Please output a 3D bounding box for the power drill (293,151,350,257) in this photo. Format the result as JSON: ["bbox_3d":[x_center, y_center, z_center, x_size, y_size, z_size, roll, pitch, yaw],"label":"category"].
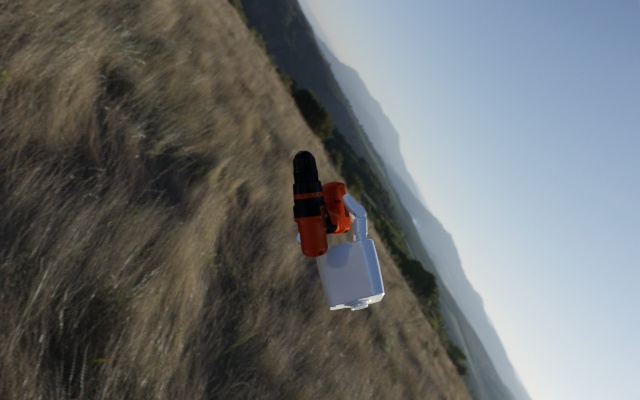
[{"bbox_3d":[0.000,0.003,0.889,0.057,0.184,0.187,-5,1,19],"label":"power drill"}]
